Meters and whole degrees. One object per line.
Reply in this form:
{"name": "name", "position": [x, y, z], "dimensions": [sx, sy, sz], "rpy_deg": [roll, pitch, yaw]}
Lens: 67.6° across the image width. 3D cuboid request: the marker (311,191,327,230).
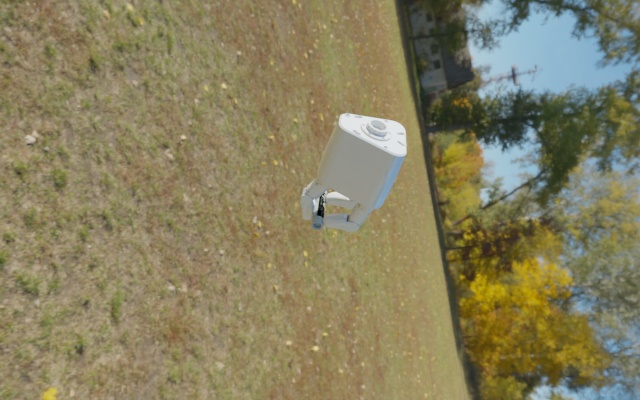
{"name": "marker", "position": [0.000, 0.003, 0.820], "dimensions": [0.020, 0.020, 0.121], "rpy_deg": [0, 40, 7]}
